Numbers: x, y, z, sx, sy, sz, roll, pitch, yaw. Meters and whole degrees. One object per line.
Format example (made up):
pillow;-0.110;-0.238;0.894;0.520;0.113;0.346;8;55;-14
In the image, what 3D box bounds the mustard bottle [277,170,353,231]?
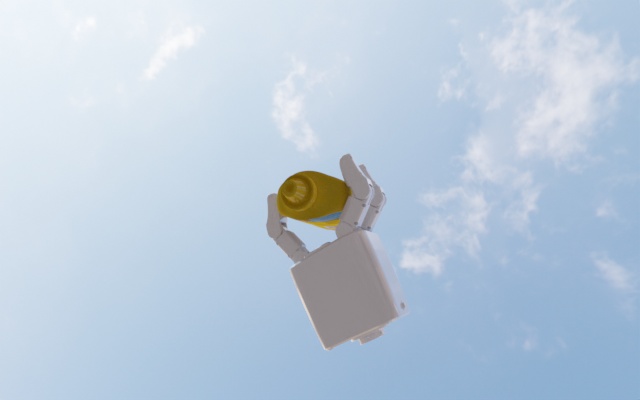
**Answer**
mustard bottle;0.000;0.002;0.594;0.096;0.058;0.192;-4;-9;20
